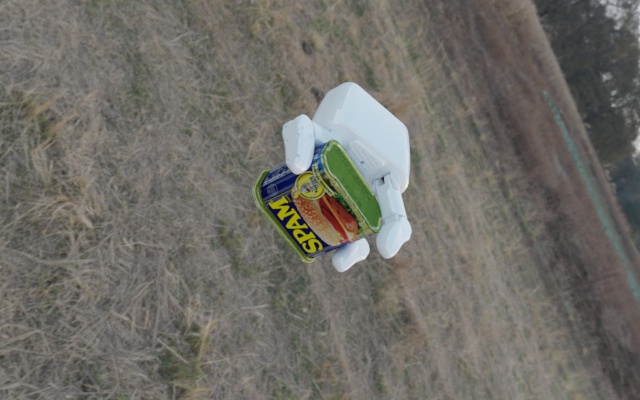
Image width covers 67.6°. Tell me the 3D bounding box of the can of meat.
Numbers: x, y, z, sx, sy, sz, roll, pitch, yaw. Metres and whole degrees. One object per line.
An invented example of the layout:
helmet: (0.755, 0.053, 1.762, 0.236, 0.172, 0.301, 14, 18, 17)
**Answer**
can of meat: (0.000, 0.001, 0.461, 0.084, 0.102, 0.057, -24, 25, 28)
